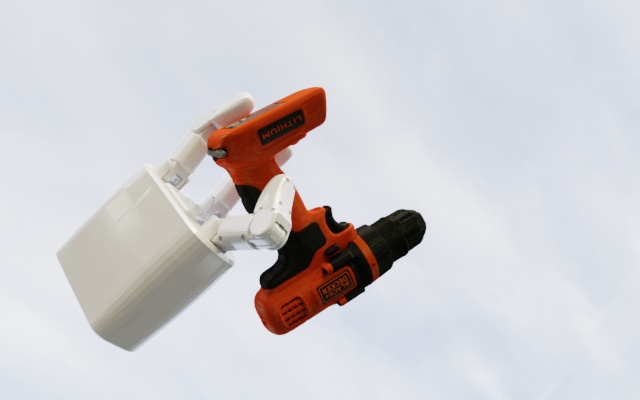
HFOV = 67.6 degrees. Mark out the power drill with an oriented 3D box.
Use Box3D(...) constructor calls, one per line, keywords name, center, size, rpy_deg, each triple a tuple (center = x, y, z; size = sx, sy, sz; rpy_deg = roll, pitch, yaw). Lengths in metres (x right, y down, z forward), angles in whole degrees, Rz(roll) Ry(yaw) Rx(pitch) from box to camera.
Box3D(name="power drill", center=(0.000, 0.001, 0.420), size=(0.184, 0.188, 0.057), rpy_deg=(-30, 18, -22))
